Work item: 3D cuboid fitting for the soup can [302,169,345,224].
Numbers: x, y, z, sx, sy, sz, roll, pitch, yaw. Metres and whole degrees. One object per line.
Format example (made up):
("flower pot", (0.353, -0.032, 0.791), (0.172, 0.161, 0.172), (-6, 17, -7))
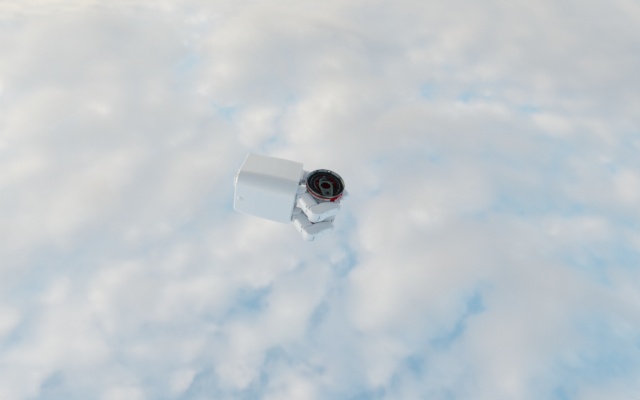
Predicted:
("soup can", (0.001, 0.003, 0.864), (0.068, 0.068, 0.102), (0, -42, -14))
